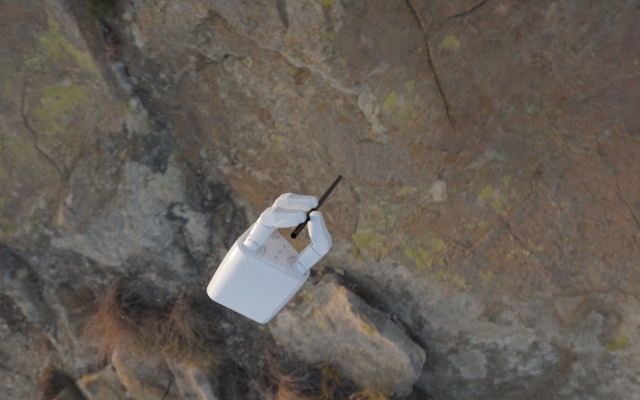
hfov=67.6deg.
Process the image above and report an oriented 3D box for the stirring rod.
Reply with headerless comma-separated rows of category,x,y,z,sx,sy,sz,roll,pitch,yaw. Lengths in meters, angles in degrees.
stirring rod,0.000,0.002,0.696,0.011,0.011,0.239,0,20,17
